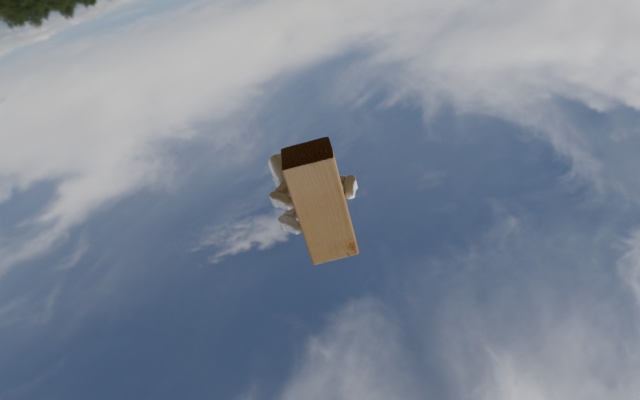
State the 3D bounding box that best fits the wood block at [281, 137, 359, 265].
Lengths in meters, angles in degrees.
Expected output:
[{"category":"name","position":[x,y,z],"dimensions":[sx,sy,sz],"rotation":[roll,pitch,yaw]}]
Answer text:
[{"category":"wood block","position":[0.000,0.003,0.866],"dimensions":[0.091,0.206,0.090],"rotation":[-15,31,3]}]
